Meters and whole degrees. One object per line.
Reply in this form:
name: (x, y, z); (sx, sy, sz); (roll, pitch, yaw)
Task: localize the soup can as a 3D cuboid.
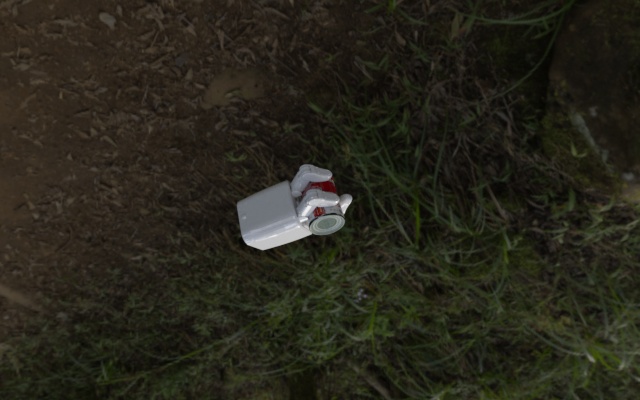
soup can: (0.001, 0.003, 0.869); (0.068, 0.102, 0.069); (-11, -33, -7)
